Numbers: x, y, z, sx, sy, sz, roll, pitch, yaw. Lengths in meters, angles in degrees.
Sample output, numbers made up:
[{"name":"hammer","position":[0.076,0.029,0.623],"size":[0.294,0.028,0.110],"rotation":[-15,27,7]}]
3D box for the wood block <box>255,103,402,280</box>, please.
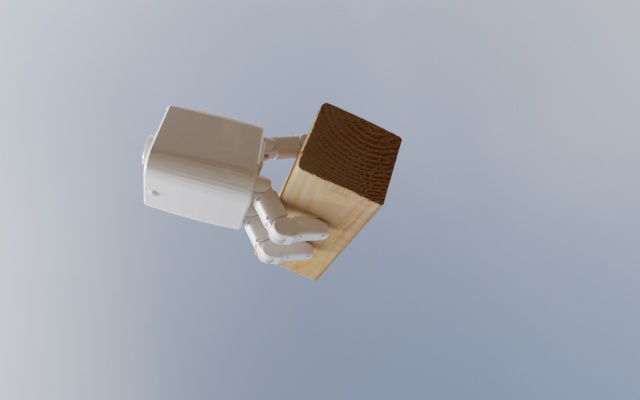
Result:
[{"name":"wood block","position":[0.000,0.001,0.537],"size":[0.090,0.090,0.206],"rotation":[24,-33,-6]}]
